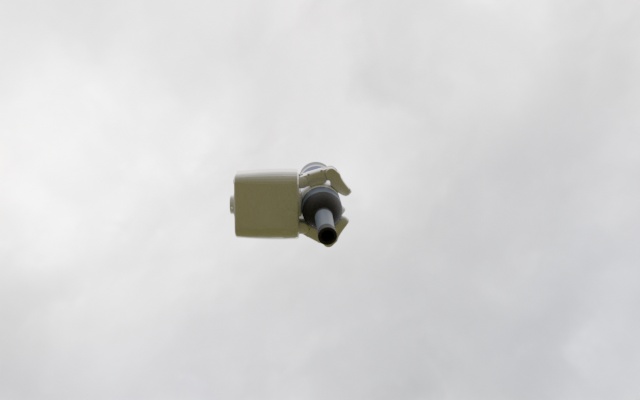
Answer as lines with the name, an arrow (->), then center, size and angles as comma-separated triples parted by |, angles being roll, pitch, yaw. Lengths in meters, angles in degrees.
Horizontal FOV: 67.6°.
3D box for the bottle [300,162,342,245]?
bottle -> 0.000, 0.003, 0.808 | 0.069, 0.069, 0.295 | 0, 19, -4
